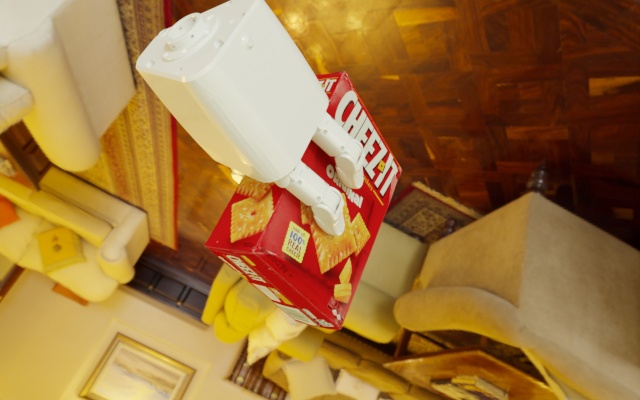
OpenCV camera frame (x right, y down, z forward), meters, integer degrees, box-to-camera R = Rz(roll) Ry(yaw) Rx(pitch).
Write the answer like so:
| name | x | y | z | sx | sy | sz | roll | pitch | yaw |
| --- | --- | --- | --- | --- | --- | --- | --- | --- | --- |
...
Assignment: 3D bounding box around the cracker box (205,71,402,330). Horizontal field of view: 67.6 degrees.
| name | x | y | z | sx | sy | sz | roll | pitch | yaw |
| --- | --- | --- | --- | --- | --- | --- | --- | --- | --- |
| cracker box | 0.000 | 0.002 | 0.494 | 0.072 | 0.213 | 0.164 | 4 | -33 | 37 |
